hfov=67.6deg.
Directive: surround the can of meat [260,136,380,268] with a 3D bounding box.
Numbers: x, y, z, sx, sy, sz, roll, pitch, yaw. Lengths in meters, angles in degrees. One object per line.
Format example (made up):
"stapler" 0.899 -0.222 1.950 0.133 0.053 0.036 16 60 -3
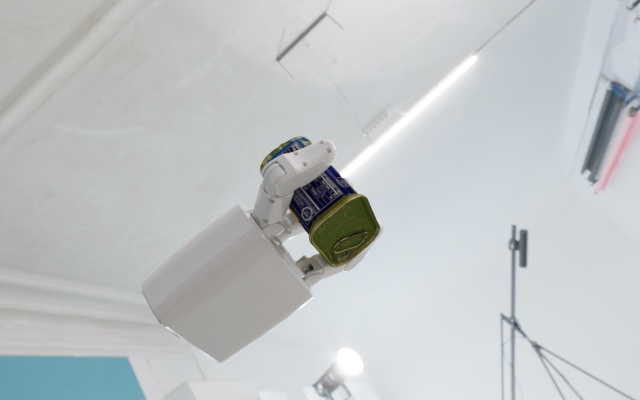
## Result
"can of meat" 0.000 0.001 0.420 0.057 0.084 0.102 -39 -28 -3
